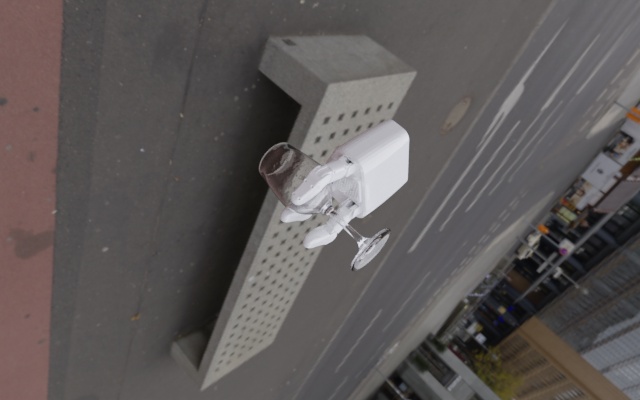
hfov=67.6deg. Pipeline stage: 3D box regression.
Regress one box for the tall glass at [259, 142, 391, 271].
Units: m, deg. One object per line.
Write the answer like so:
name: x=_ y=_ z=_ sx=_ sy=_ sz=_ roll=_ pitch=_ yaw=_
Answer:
tall glass: x=0.000 y=0.003 z=0.663 sx=0.201 sy=0.079 sz=0.079 roll=43 pitch=19 yaw=22
